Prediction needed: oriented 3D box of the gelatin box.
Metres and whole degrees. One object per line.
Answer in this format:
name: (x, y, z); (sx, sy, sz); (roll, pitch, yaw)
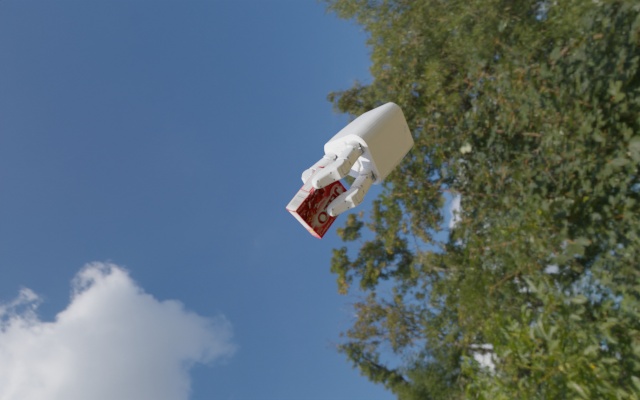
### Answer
gelatin box: (0.000, 0.003, 0.748); (0.030, 0.089, 0.073); (19, -23, 51)
